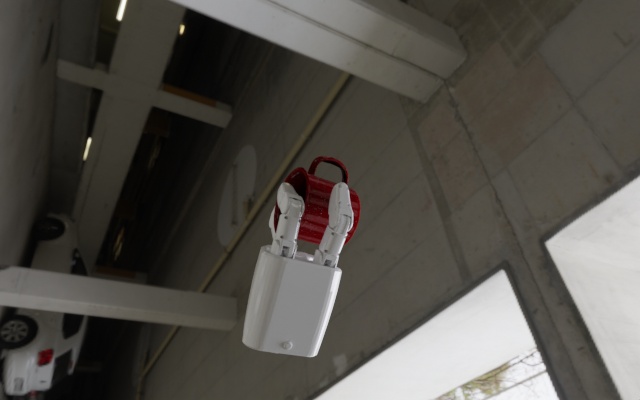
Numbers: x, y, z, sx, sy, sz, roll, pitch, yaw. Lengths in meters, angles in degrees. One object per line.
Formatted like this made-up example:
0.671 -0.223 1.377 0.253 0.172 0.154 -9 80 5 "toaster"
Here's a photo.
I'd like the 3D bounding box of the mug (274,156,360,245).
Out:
0.001 0.001 0.608 0.081 0.117 0.093 17 0 -26 "mug"
